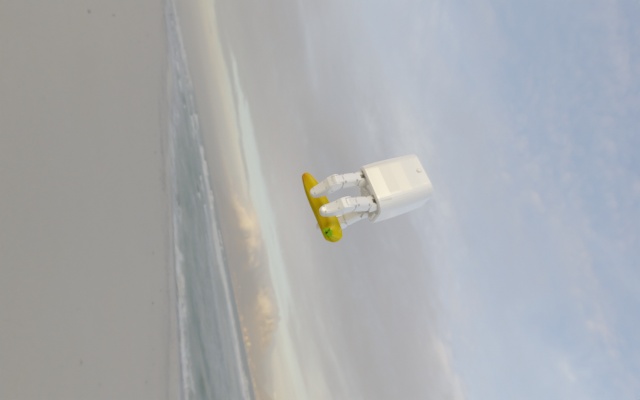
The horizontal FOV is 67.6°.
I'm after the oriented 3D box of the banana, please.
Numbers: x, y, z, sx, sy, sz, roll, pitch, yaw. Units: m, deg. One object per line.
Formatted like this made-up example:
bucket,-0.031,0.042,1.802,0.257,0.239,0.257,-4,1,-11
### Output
banana,0.006,0.019,0.874,0.037,0.070,0.197,-20,35,-4
